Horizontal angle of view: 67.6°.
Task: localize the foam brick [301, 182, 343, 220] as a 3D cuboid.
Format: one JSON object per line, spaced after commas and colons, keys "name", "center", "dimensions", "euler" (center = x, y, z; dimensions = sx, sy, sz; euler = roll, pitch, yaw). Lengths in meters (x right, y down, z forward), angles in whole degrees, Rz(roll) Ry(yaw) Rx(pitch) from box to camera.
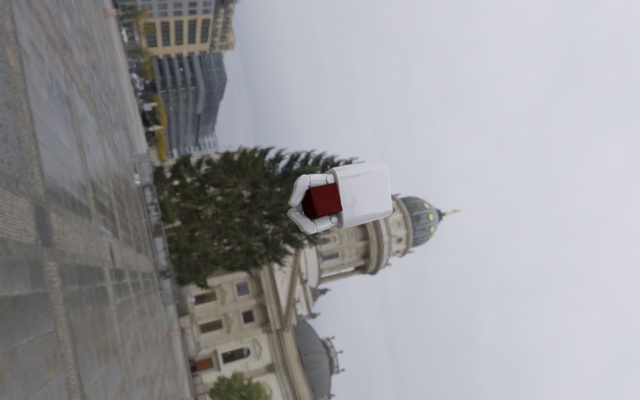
{"name": "foam brick", "center": [0.000, 0.003, 0.857], "dimensions": [0.051, 0.053, 0.078], "euler": [-12, -3, -17]}
